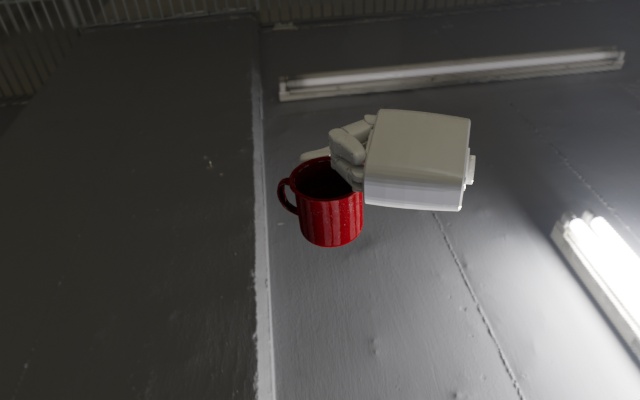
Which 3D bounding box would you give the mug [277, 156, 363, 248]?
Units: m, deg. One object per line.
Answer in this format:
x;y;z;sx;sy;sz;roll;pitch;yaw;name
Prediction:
-0.001;0.002;0.597;0.117;0.082;0.093;8;40;18;mug
